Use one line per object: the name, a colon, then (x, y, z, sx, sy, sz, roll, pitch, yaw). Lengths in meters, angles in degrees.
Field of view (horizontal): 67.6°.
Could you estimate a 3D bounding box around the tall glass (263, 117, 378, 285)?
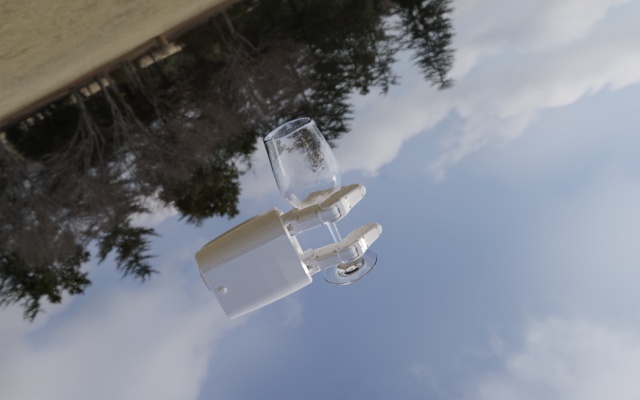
tall glass: (0.000, 0.002, 0.582, 0.079, 0.201, 0.079, -21, 22, 9)
